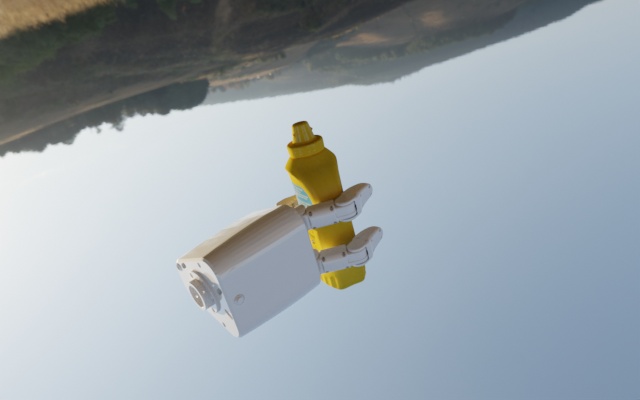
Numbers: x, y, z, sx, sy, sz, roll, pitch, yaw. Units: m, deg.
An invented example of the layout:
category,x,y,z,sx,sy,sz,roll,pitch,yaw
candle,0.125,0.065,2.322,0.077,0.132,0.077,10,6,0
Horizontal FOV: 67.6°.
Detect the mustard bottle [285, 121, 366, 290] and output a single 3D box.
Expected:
category,x,y,z,sx,sy,sz,roll,pitch,yaw
mustard bottle,0.000,0.002,0.551,0.058,0.192,0.096,-20,23,-10
